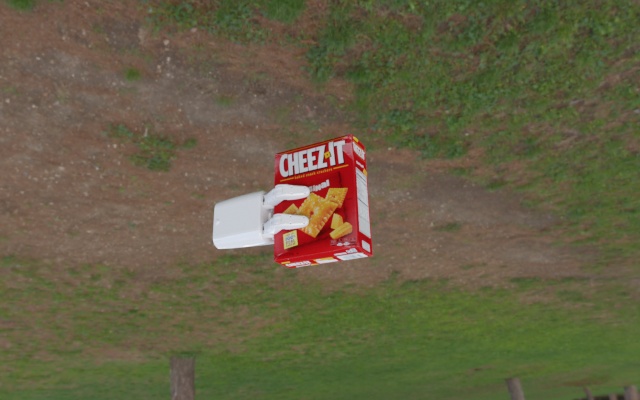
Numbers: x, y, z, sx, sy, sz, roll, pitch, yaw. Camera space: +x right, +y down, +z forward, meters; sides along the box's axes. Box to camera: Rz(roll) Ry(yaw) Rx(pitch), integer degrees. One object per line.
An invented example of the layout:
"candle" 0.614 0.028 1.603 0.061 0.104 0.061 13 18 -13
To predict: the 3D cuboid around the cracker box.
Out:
"cracker box" 0.000 0.003 0.860 0.164 0.213 0.072 -11 -23 23
